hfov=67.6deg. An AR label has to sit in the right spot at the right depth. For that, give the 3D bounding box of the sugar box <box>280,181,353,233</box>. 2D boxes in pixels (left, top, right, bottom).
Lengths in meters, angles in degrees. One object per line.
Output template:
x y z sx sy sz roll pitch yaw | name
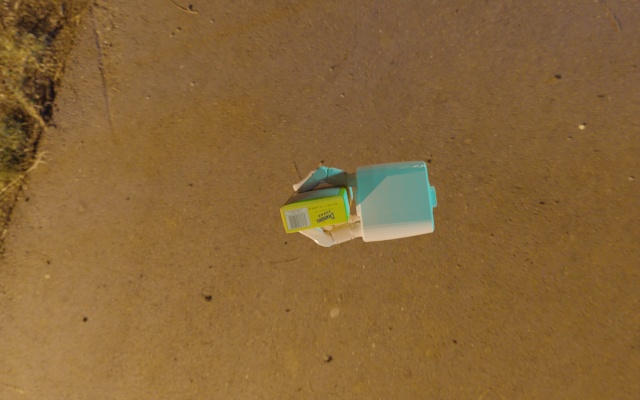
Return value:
0.000 0.003 0.750 0.093 0.048 0.176 -10 8 9 | sugar box
